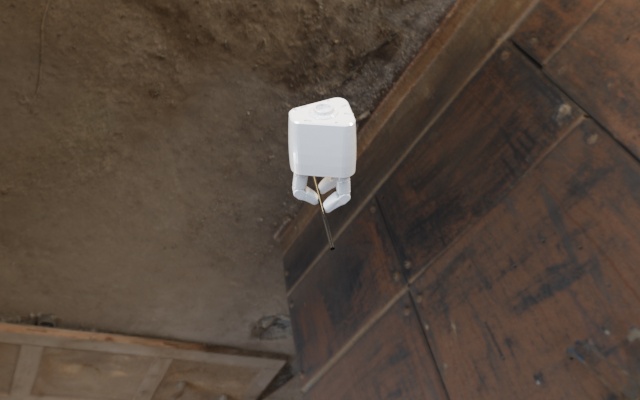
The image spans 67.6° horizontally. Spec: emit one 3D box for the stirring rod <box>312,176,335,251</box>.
[{"bbox_3d":[0.000,0.003,0.888,0.011,0.011,0.239,0,41,-13],"label":"stirring rod"}]
